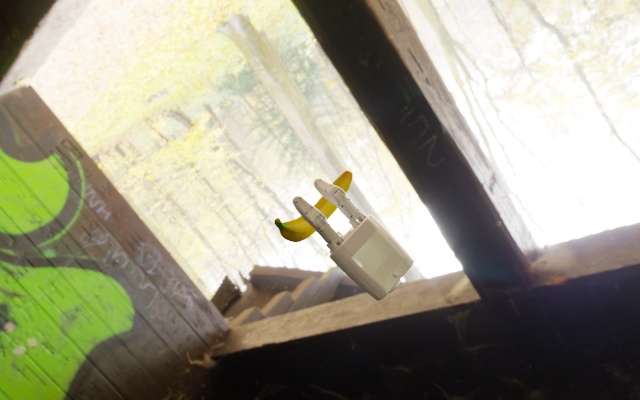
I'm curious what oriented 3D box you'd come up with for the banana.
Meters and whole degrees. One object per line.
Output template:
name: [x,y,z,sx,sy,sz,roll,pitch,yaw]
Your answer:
banana: [-0.006,0.018,0.796,0.037,0.070,0.197,34,45,19]
